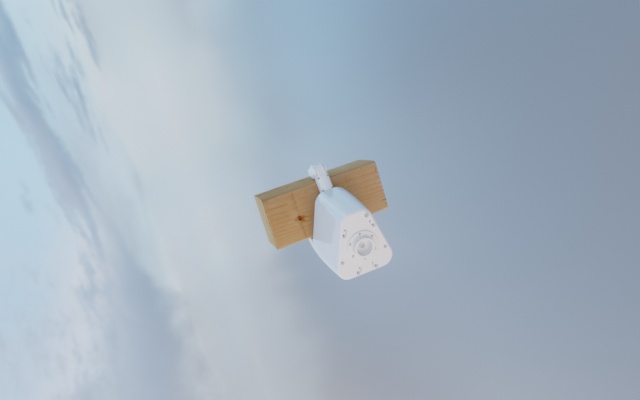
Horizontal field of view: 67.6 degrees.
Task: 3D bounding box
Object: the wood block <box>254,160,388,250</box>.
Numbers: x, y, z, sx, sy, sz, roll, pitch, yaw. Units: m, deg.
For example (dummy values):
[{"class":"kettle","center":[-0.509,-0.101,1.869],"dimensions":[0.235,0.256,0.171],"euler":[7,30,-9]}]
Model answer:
[{"class":"wood block","center":[0.000,0.003,0.839],"dimensions":[0.206,0.091,0.090],"euler":[-20,11,-13]}]
